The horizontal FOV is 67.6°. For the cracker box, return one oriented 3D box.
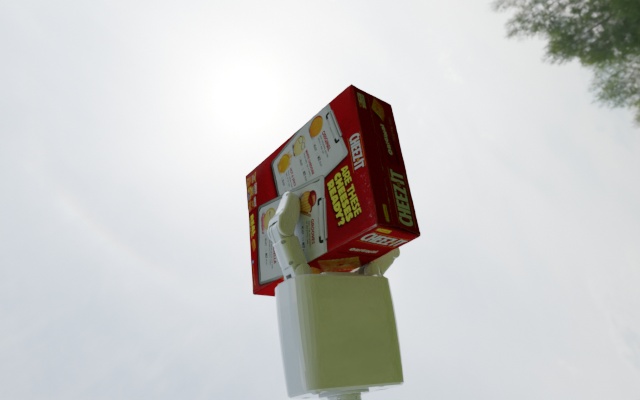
[{"bbox_3d":[0.000,0.002,0.542,0.072,0.164,0.214,14,-34,-37],"label":"cracker box"}]
